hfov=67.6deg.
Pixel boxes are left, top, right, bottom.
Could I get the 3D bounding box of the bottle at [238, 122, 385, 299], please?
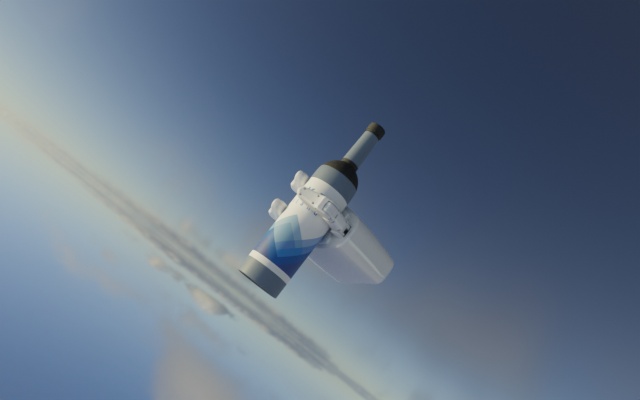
[{"bbox_3d":[0.000,0.002,0.690,0.069,0.295,0.069,35,-15,11],"label":"bottle"}]
